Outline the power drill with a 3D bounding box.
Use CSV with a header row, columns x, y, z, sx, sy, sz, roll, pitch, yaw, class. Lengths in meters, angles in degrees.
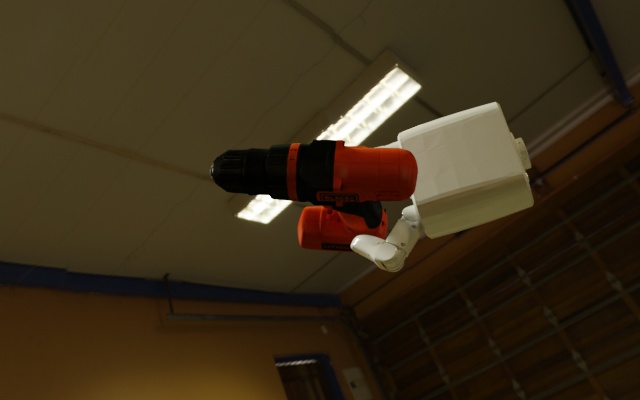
x,y,z,sx,sy,sz,roll,pitch,yaw,class
0.000,0.002,0.487,0.184,0.057,0.188,3,-20,8,power drill
